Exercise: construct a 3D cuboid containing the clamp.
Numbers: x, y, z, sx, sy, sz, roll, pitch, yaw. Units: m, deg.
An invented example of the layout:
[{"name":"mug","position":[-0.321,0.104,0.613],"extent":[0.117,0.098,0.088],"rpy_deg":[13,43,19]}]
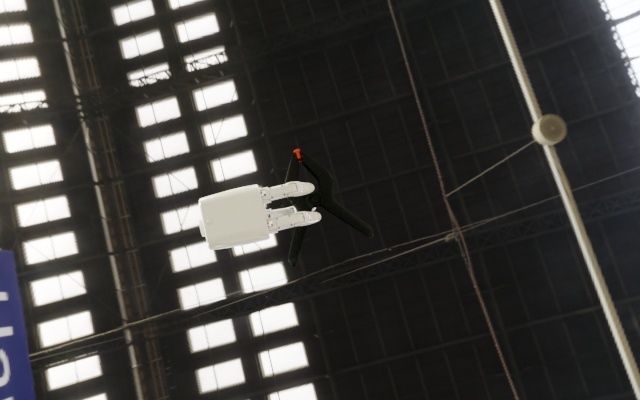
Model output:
[{"name":"clamp","position":[0.000,0.003,0.887],"extent":[0.164,0.210,0.036],"rpy_deg":[-12,-10,-8]}]
